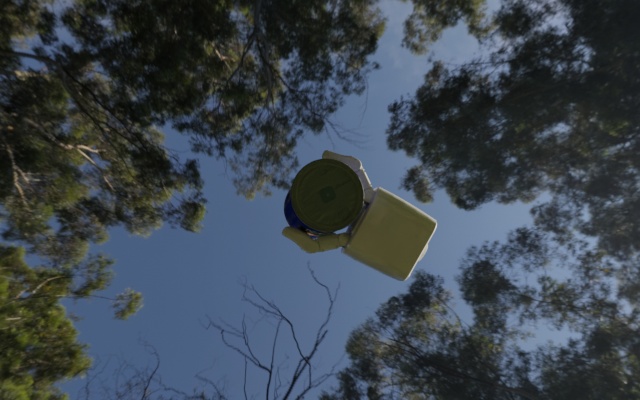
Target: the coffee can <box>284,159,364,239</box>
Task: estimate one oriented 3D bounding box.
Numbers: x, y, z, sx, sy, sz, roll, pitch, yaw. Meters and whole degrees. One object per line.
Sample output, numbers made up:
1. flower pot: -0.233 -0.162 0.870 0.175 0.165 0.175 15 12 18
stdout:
1. coffee can: 0.000 0.002 0.724 0.103 0.103 0.140 0 -9 -9
